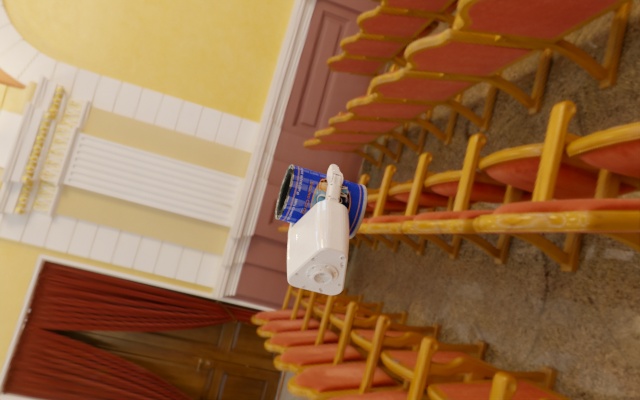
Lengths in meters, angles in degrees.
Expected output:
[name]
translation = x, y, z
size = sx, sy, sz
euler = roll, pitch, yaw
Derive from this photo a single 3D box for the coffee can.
[coffee can]
translation = 0.000, 0.003, 0.860
size = 0.140, 0.103, 0.103
euler = 16, -4, -13
